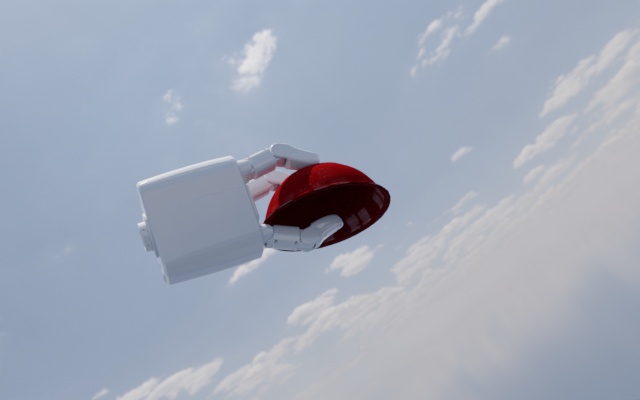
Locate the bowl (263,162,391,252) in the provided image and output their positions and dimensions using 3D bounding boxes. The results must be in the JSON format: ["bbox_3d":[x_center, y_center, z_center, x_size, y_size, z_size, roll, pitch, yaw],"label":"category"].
[{"bbox_3d":[0.001,0.002,0.578,0.162,0.055,0.162,-14,-27,-7],"label":"bowl"}]
